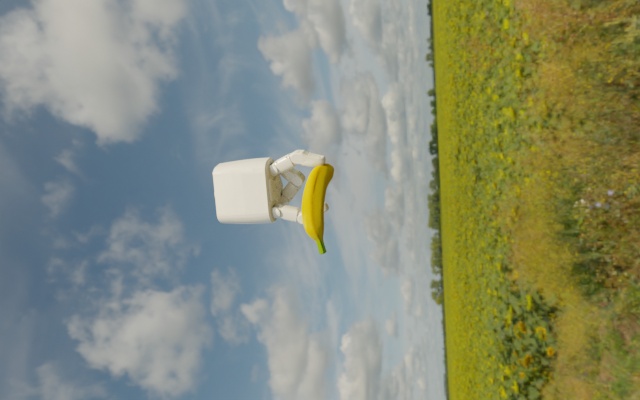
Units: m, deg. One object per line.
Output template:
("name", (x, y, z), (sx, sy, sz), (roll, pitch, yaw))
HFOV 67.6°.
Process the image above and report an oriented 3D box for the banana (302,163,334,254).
("banana", (-0.004, -0.008, 0.798), (0.037, 0.197, 0.070), (-4, -44, 14))
